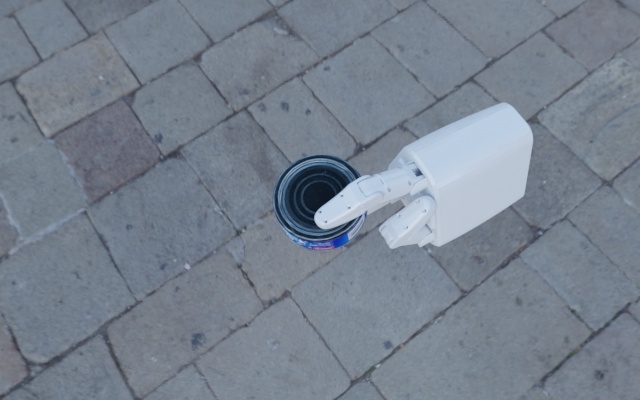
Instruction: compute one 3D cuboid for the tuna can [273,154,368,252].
[{"bbox_3d":[0.000,0.001,0.437,0.086,0.086,0.034,0,-20,6],"label":"tuna can"}]
